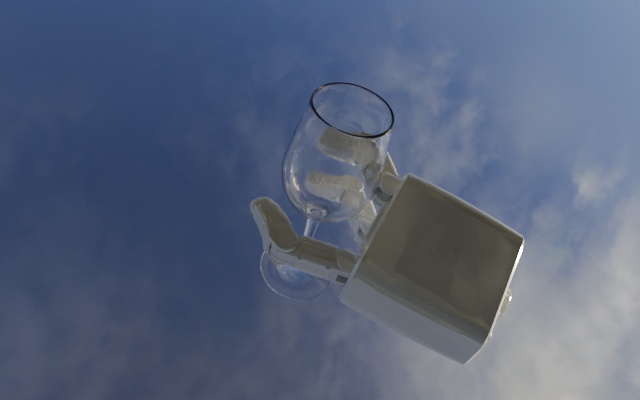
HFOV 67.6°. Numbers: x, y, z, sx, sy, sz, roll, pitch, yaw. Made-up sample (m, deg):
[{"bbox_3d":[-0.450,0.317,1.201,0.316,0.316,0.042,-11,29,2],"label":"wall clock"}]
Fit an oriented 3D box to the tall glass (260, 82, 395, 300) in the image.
[{"bbox_3d":[0.000,0.002,0.404,0.079,0.079,0.201,0,-41,-17],"label":"tall glass"}]
